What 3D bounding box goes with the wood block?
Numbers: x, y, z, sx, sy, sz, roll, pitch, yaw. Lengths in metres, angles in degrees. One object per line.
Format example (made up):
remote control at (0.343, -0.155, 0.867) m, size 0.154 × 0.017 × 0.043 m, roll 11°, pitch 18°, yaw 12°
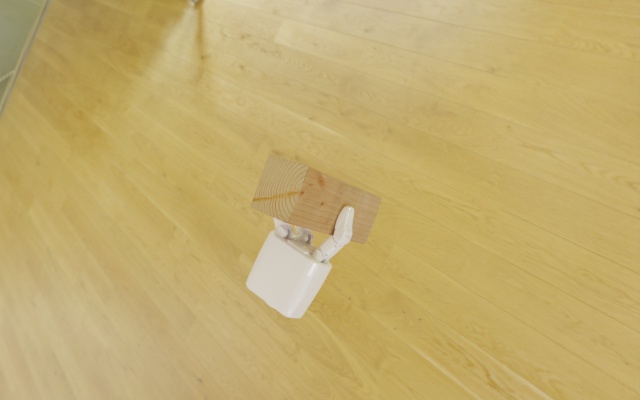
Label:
wood block at (0.000, 0.003, 0.790) m, size 0.091 × 0.090 × 0.206 m, roll 21°, pitch 1°, yaw 40°
